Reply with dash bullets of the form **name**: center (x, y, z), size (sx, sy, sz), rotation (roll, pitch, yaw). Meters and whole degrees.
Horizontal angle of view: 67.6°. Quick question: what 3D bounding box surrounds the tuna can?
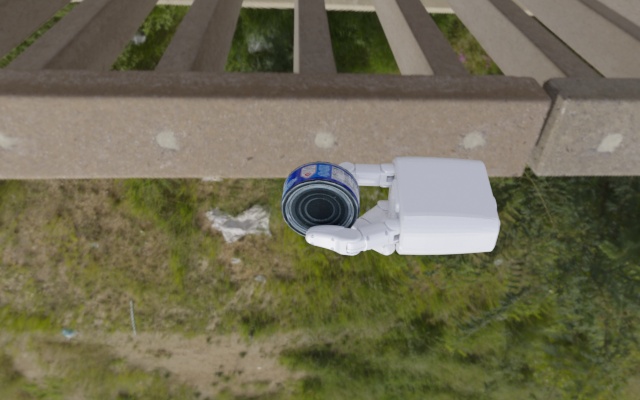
- **tuna can**: center (0.000, 0.002, 0.522), size (0.086, 0.086, 0.033), rotation (0, 39, 4)
